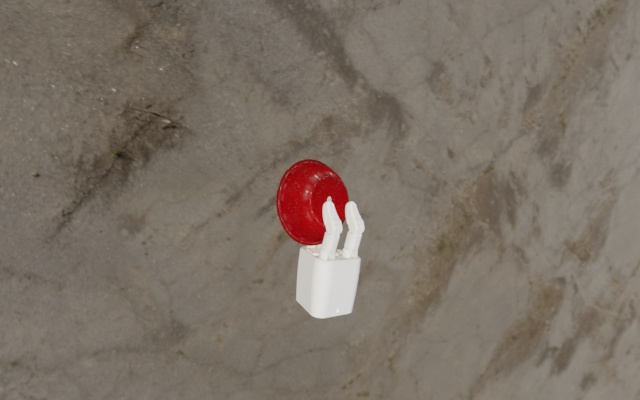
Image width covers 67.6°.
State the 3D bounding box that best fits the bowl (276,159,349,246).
[{"bbox_3d":[0.000,0.002,0.868,0.162,0.162,0.055,0,-2,-40],"label":"bowl"}]
